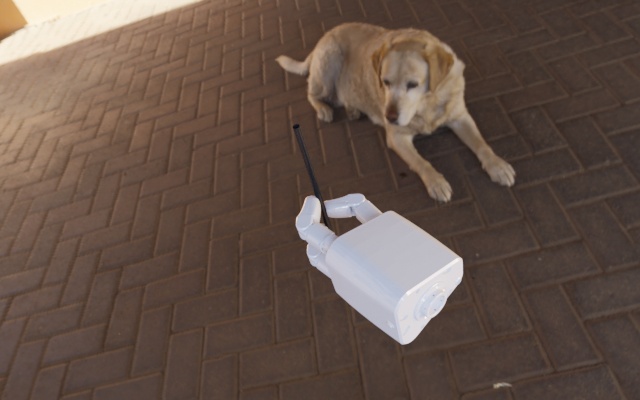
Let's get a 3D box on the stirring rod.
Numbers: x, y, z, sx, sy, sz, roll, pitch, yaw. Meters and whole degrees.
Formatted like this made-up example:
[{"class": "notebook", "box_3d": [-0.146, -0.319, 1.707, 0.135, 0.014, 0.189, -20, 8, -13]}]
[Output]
[{"class": "stirring rod", "box_3d": [0.000, 0.002, 0.599, 0.011, 0.011, 0.240, 0, -43, 17]}]
